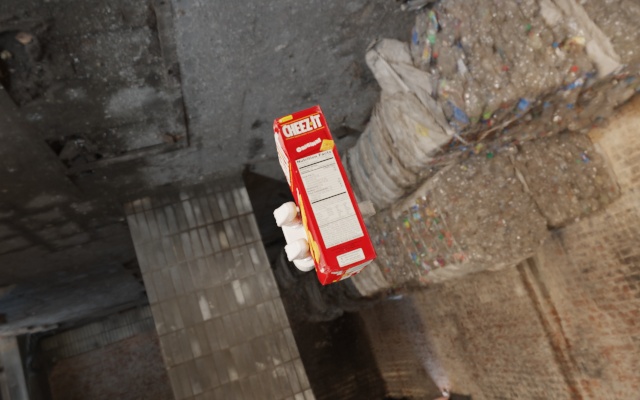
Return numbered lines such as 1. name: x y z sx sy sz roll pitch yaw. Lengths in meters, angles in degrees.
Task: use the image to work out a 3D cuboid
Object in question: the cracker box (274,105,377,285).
1. cracker box: 0.000 0.002 0.668 0.072 0.213 0.164 -19 -13 -7
